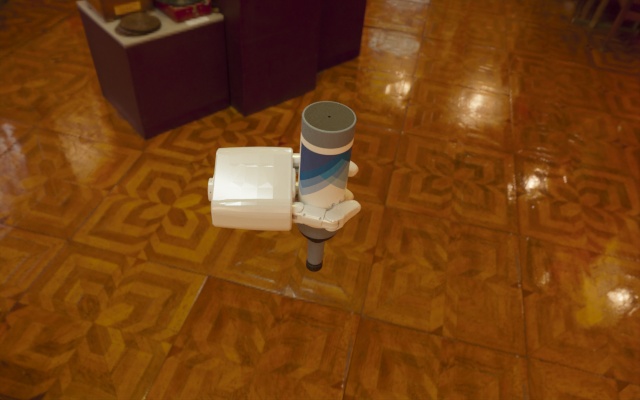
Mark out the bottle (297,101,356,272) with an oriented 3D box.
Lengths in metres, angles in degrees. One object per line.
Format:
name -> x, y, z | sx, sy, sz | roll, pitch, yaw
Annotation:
bottle -> 0.000, 0.002, 0.681 | 0.069, 0.296, 0.069 | 3, 45, -3
